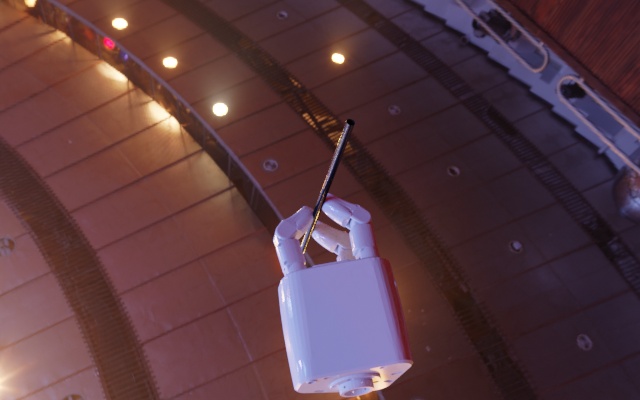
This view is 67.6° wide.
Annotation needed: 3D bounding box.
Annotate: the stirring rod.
[{"bbox_3d":[0.000,0.002,0.517,0.011,0.011,0.240,0,-36,-16],"label":"stirring rod"}]
